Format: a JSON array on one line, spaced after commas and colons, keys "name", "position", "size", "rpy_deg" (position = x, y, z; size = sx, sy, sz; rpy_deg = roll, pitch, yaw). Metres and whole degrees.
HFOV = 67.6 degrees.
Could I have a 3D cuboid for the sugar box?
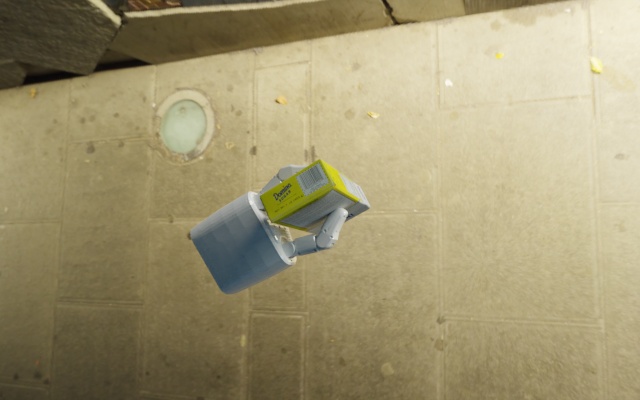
[{"name": "sugar box", "position": [0.000, 0.002, 0.647], "size": [0.093, 0.048, 0.176], "rpy_deg": [-30, -15, 12]}]
